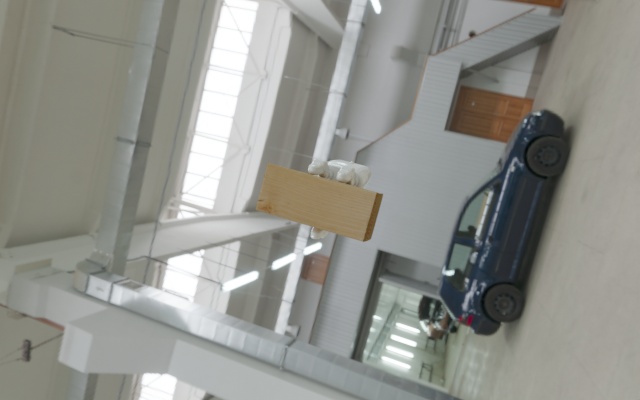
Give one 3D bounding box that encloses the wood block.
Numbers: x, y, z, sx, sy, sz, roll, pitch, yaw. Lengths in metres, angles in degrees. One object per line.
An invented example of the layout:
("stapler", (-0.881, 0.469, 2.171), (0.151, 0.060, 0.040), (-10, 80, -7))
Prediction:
("wood block", (0.000, 0.003, 0.880), (0.206, 0.091, 0.090), (15, 3, 15))
